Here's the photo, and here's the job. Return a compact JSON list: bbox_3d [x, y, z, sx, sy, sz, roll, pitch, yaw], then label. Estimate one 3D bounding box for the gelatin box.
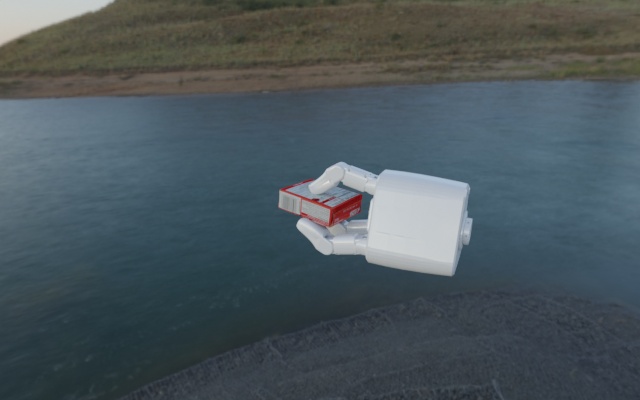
[{"bbox_3d":[0.000,0.002,0.641,0.089,0.030,0.073,20,25,30],"label":"gelatin box"}]
